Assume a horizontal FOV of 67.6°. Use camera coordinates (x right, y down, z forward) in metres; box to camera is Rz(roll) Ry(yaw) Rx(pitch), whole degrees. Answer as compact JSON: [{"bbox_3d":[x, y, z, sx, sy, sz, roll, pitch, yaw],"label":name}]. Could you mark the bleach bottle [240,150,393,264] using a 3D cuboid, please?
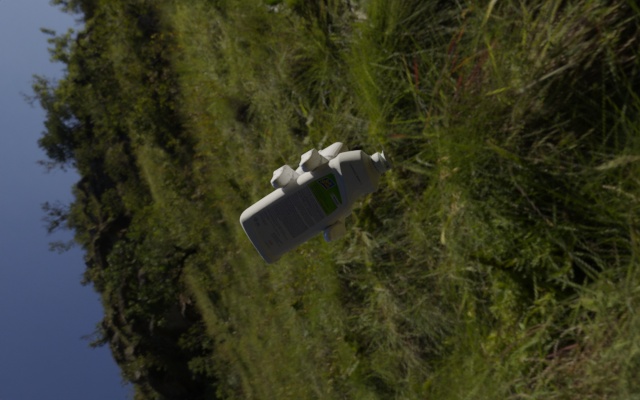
[{"bbox_3d":[0.000,0.002,0.745,0.251,0.102,0.068,-29,11,21],"label":"bleach bottle"}]
